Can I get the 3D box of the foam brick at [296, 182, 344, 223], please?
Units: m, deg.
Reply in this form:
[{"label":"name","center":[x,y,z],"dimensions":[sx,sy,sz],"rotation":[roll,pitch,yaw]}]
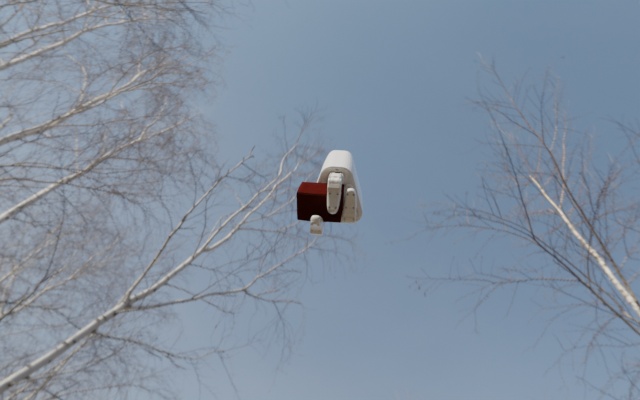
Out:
[{"label":"foam brick","center":[0.000,0.003,0.826],"dimensions":[0.078,0.053,0.051],"rotation":[4,26,4]}]
